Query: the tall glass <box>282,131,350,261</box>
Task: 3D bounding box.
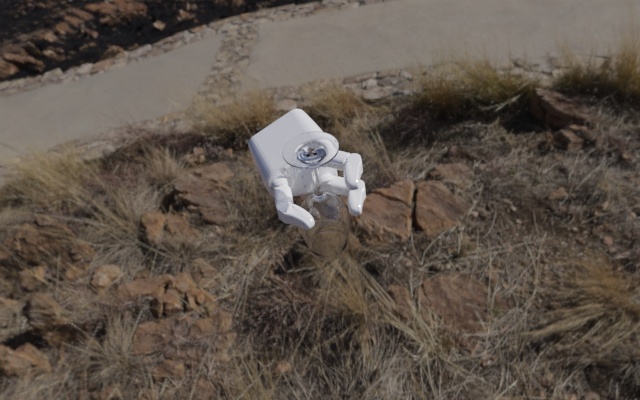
[{"bbox_3d":[0.000,0.002,0.686,0.079,0.079,0.201,0,-44,11],"label":"tall glass"}]
